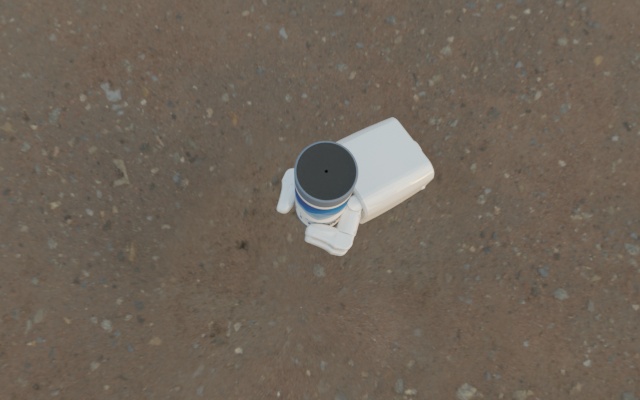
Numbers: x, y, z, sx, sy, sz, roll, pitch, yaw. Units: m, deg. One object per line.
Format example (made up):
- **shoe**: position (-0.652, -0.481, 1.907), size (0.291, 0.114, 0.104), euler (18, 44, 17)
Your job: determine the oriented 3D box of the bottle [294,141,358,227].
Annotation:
- **bottle**: position (0.000, 0.002, 0.632), size (0.069, 0.069, 0.296), euler (0, -13, -2)
